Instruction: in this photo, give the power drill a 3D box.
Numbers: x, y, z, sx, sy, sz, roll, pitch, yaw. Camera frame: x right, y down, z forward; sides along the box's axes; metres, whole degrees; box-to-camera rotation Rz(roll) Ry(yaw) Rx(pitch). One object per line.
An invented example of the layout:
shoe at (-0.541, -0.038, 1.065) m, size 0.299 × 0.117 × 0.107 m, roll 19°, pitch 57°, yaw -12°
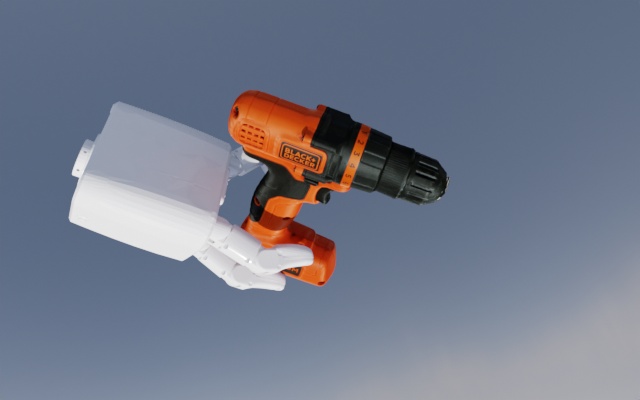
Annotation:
power drill at (0.000, 0.002, 0.438) m, size 0.184 × 0.188 × 0.057 m, roll 22°, pitch 46°, yaw 2°
